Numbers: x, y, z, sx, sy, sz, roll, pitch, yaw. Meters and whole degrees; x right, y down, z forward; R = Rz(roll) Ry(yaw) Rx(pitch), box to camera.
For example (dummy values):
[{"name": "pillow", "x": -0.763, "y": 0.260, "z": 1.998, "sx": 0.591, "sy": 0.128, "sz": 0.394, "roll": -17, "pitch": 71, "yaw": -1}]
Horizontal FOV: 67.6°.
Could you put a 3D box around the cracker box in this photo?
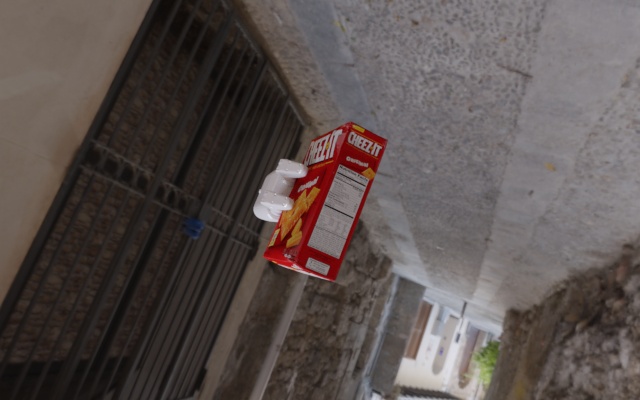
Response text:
[{"name": "cracker box", "x": 0.000, "y": 0.003, "z": 0.713, "sx": 0.072, "sy": 0.213, "sz": 0.164, "roll": 25, "pitch": -11, "yaw": -18}]
